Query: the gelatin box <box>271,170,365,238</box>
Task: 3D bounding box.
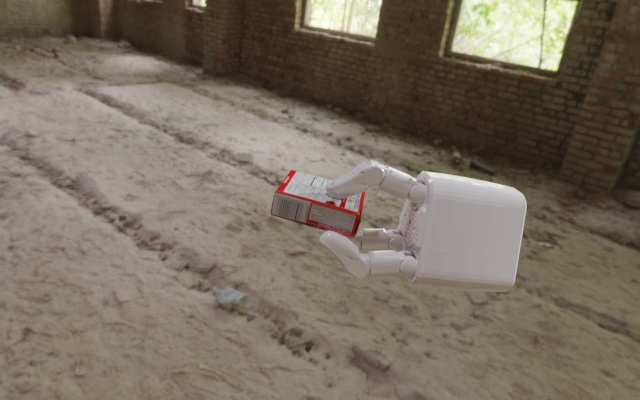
[{"bbox_3d":[0.000,0.001,0.500,0.089,0.030,0.073,15,23,3],"label":"gelatin box"}]
